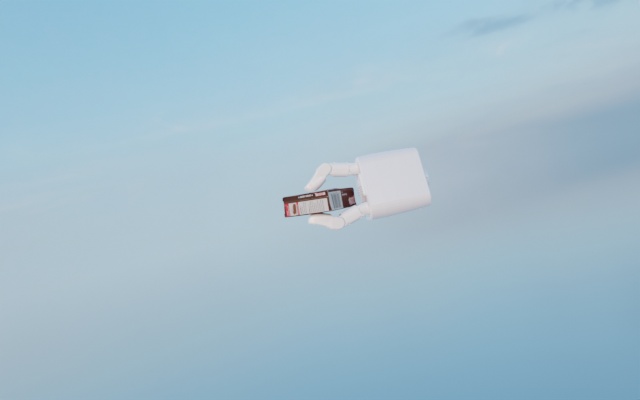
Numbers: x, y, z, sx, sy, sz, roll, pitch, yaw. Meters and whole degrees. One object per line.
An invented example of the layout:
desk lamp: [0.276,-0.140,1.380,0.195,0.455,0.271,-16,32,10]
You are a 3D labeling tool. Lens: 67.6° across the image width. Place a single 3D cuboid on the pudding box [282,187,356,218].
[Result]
pudding box: [0.000,0.003,0.828,0.090,0.039,0.113,-10,-2,26]
